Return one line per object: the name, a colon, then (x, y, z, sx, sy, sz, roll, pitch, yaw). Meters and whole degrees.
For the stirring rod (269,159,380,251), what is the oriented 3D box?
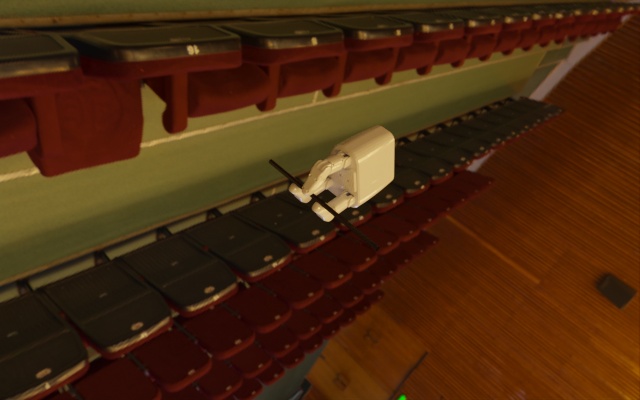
stirring rod: (0.000, 0.002, 0.755, 0.239, 0.011, 0.011, 39, 19, 25)
